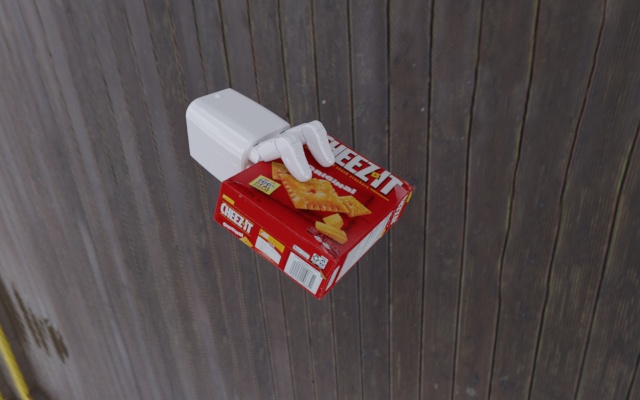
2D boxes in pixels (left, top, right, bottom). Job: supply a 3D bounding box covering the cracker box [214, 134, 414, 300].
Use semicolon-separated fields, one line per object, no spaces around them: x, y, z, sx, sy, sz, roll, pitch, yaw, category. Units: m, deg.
0.000;0.002;0.607;0.164;0.072;0.213;35;39;16;cracker box
